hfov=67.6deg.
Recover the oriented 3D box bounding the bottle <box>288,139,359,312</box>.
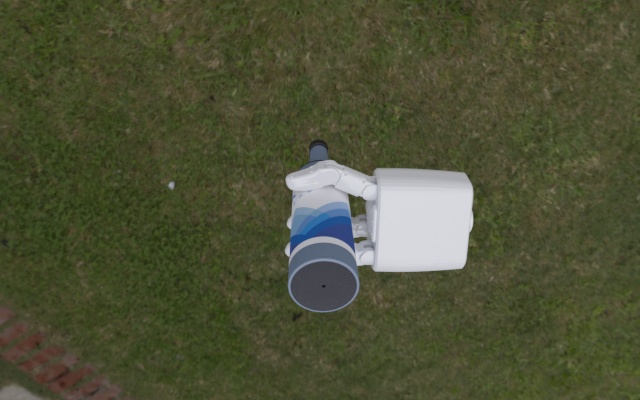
[{"bbox_3d":[0.000,0.002,0.566,0.069,0.069,0.295,0,32,-1],"label":"bottle"}]
